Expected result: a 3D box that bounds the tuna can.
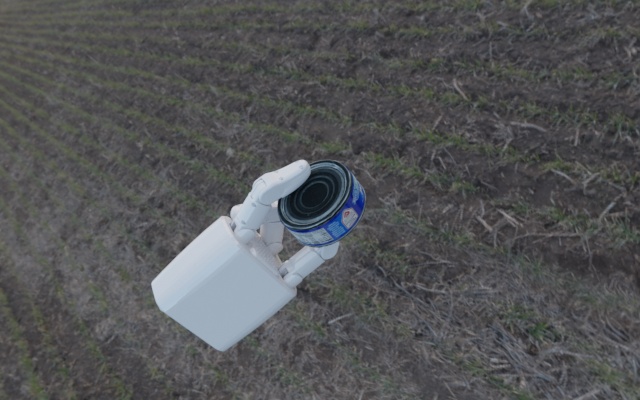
[{"bbox_3d":[0.000,0.001,0.475,0.086,0.086,0.034,0,-34,35],"label":"tuna can"}]
